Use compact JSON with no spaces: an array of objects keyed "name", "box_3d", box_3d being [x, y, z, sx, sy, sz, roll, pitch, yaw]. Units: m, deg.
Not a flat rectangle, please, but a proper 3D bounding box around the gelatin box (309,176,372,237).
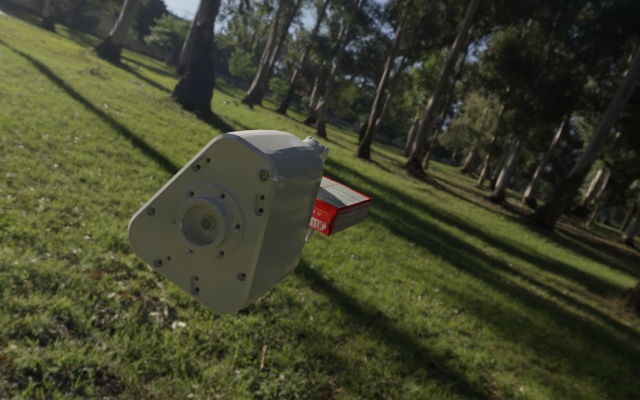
[{"name":"gelatin box","box_3d":[0.000,0.001,0.469,0.073,0.030,0.089,26,18,22]}]
